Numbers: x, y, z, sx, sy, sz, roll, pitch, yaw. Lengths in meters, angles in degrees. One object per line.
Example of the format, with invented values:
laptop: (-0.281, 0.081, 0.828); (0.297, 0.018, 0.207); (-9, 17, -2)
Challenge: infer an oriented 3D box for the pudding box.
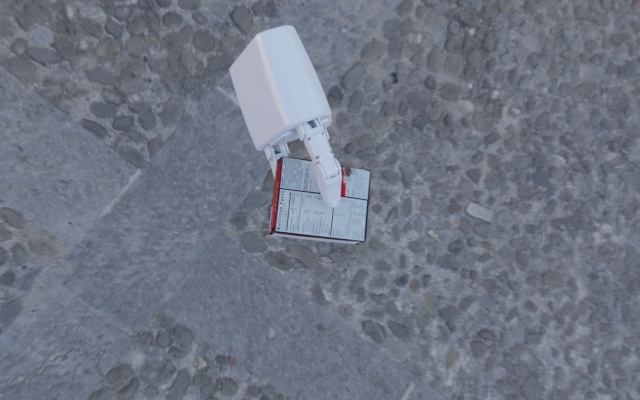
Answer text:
pudding box: (0.000, 0.002, 0.558); (0.113, 0.090, 0.039); (8, -8, -13)
